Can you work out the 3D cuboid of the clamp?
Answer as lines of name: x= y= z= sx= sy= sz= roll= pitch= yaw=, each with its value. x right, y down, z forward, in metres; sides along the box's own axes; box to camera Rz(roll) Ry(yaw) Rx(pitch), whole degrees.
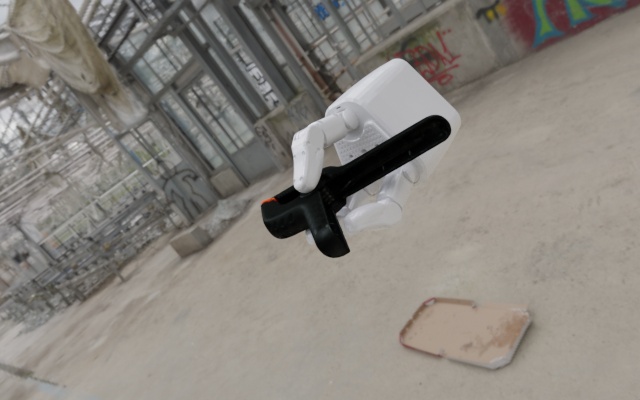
clamp: x=-0.001 y=0.001 z=0.426 sx=0.210 sy=0.036 sz=0.164 roll=-19 pitch=22 yaw=48
